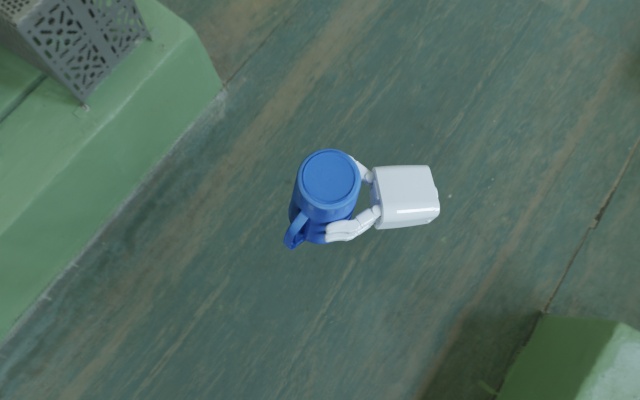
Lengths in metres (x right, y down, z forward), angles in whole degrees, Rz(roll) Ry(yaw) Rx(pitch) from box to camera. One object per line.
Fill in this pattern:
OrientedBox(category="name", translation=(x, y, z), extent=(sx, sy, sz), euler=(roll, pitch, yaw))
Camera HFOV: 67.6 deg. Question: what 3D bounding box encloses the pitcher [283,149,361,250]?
OrientedBox(category="pitcher", translation=(0.000, 0.003, 0.892), extent=(0.145, 0.149, 0.243), euler=(-2, -16, -4))
